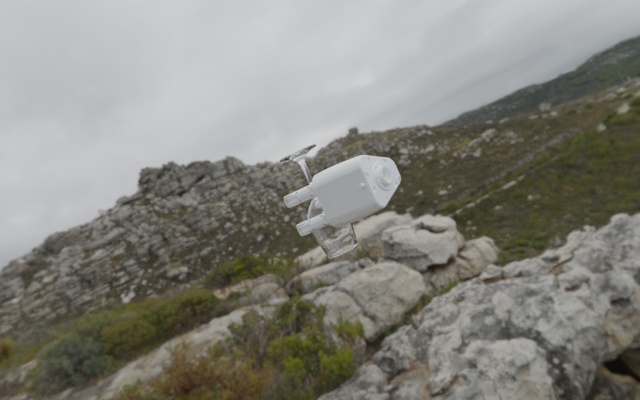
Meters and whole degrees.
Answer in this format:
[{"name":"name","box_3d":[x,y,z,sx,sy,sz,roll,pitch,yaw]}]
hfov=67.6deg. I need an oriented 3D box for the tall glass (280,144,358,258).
[{"name":"tall glass","box_3d":[0.000,0.002,0.876,0.079,0.201,0.079,-25,1,0]}]
